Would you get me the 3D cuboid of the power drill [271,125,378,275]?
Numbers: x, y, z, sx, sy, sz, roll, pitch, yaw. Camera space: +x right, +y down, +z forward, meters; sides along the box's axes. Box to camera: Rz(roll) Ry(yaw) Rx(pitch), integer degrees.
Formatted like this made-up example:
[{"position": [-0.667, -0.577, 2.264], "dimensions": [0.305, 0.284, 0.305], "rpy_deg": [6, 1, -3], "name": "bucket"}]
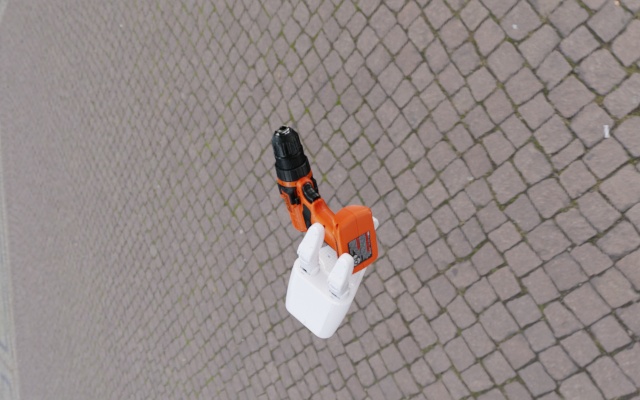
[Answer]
[{"position": [0.000, 0.003, 0.663], "dimensions": [0.057, 0.185, 0.187], "rpy_deg": [-29, 42, -16], "name": "power drill"}]
